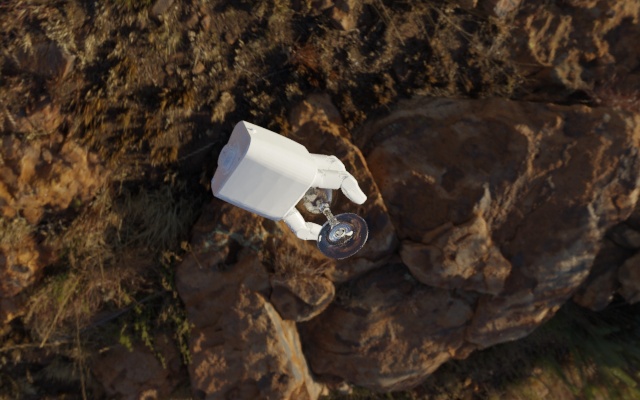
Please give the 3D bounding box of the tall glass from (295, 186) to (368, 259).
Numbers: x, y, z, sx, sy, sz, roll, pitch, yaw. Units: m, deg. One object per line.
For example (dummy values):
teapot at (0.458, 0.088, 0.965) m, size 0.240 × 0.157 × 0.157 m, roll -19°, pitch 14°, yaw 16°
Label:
tall glass at (0.000, 0.003, 0.735) m, size 0.079 × 0.079 × 0.201 m, roll 0°, pitch 28°, yaw -20°
